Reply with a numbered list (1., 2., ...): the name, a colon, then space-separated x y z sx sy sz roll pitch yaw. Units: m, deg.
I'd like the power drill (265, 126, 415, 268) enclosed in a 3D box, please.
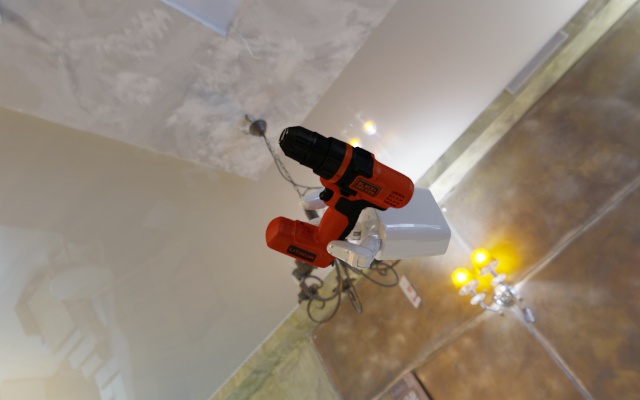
1. power drill: 0.000 0.002 0.624 0.184 0.057 0.188 25 -50 -18
